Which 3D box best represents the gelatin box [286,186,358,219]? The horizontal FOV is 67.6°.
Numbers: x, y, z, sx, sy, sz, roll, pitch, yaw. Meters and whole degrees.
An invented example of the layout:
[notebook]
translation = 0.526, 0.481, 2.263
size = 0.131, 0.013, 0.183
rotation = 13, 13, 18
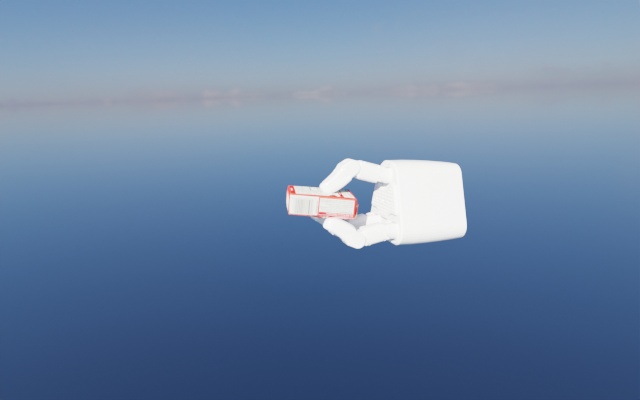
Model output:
[gelatin box]
translation = 0.000, 0.002, 0.637
size = 0.089, 0.030, 0.073
rotation = 5, 10, -7
